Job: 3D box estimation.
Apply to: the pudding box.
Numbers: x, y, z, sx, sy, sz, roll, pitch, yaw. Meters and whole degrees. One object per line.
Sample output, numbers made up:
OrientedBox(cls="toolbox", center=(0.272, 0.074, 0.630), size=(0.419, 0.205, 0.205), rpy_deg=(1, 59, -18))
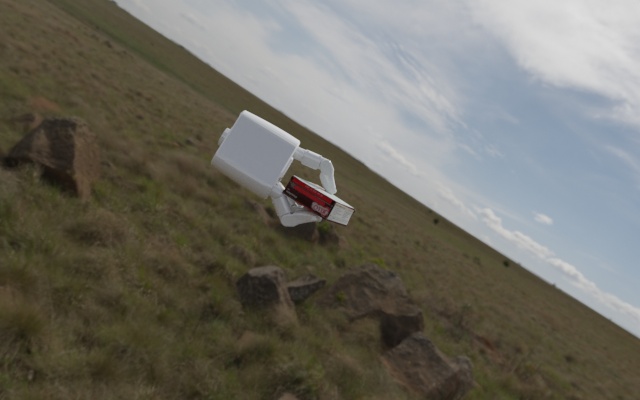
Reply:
OrientedBox(cls="pudding box", center=(0.000, 0.002, 0.794), size=(0.090, 0.039, 0.113), rpy_deg=(33, 6, 22))
